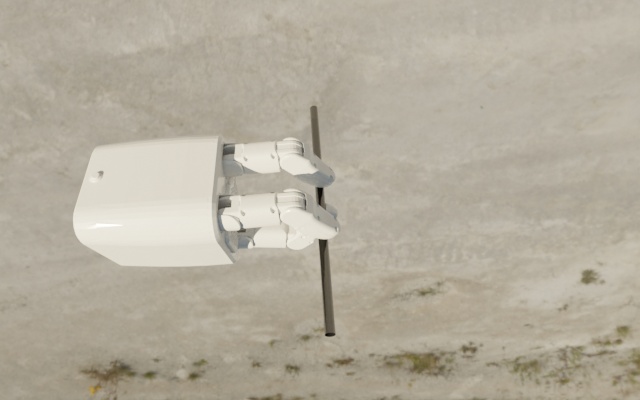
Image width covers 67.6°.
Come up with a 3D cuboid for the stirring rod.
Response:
[{"bbox_3d":[0.000,0.001,0.417,0.011,0.239,0.011,-3,-37,-2],"label":"stirring rod"}]
